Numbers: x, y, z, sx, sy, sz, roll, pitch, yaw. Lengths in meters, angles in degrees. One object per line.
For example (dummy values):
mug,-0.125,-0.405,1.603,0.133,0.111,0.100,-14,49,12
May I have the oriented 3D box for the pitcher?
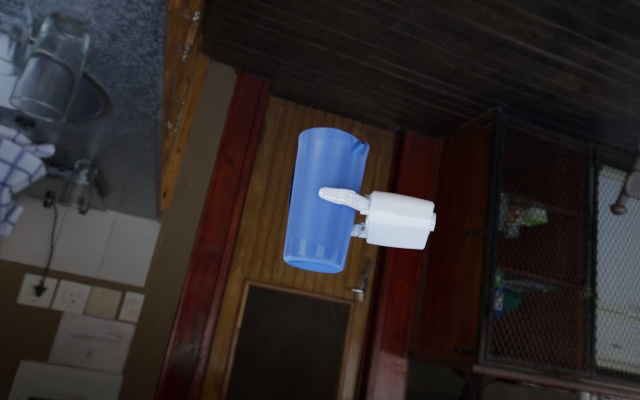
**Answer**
pitcher,0.000,0.003,0.868,0.145,0.242,0.149,8,-16,6
